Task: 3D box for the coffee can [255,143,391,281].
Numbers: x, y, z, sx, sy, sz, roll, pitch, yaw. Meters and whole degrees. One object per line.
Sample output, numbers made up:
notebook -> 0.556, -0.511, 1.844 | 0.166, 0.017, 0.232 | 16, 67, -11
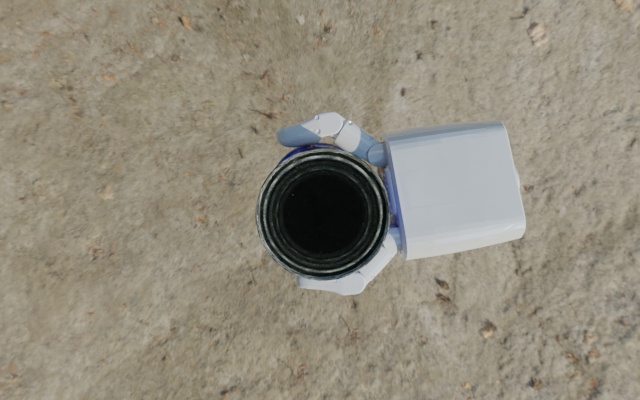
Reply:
coffee can -> 0.000, 0.001, 0.427 | 0.103, 0.103, 0.140 | 0, 8, -2
